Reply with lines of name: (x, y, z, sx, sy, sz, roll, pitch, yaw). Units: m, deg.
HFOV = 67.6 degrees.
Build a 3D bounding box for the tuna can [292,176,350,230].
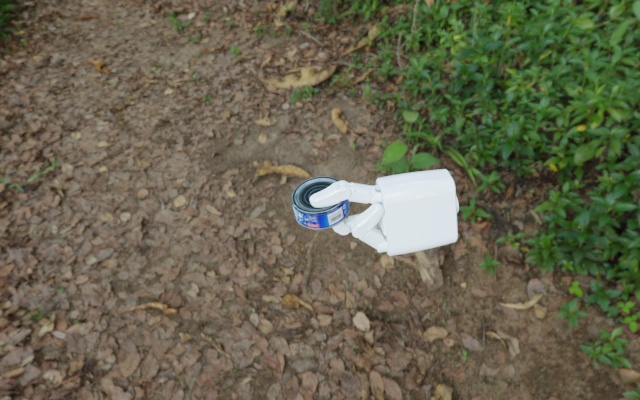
tuna can: (0.000, 0.002, 0.718, 0.086, 0.034, 0.086, -7, 42, 6)
